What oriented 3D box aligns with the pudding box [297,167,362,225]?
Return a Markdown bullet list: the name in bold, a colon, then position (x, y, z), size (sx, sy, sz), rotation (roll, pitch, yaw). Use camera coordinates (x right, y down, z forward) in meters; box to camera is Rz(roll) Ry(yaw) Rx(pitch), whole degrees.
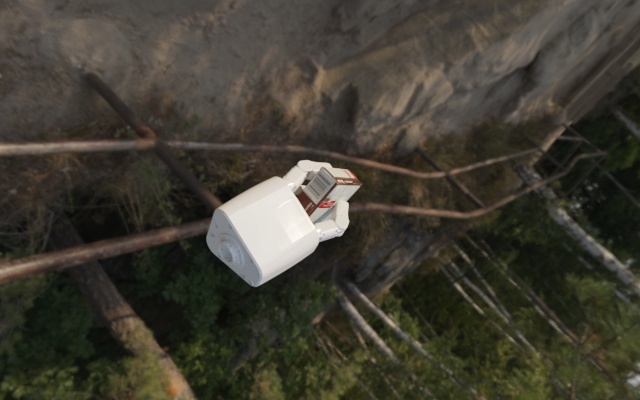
- **pudding box**: position (0.000, 0.002, 0.725), size (0.113, 0.039, 0.090), rotation (-48, -19, 20)
